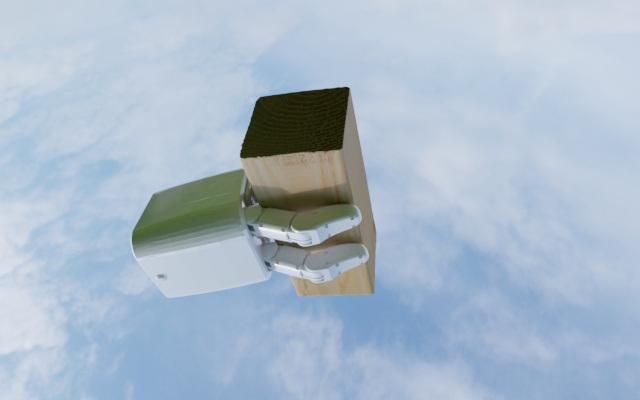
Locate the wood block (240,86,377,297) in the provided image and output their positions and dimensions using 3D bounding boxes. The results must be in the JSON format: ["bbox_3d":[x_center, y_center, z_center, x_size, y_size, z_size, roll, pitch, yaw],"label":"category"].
[{"bbox_3d":[0.000,0.001,0.480,0.090,0.090,0.206,-4,-44,12],"label":"wood block"}]
